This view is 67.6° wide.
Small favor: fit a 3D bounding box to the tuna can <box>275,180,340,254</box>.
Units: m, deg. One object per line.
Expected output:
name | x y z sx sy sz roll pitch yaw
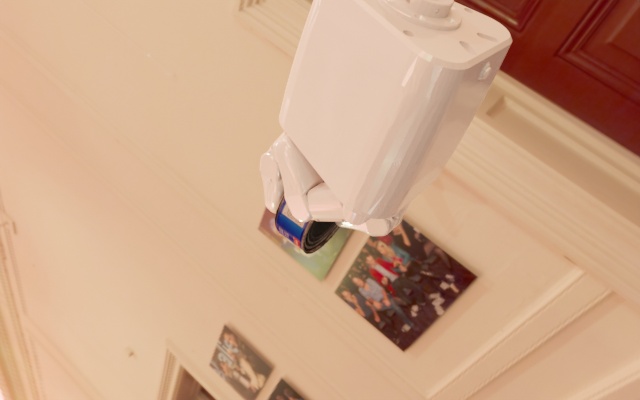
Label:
tuna can | 0.000 0.001 0.409 0.033 0.086 0.086 35 12 18
